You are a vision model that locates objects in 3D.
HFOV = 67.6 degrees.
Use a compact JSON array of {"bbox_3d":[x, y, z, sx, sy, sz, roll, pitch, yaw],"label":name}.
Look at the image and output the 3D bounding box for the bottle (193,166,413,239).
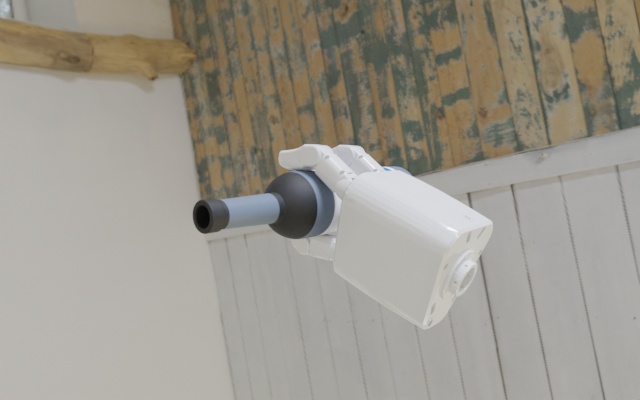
[{"bbox_3d":[0.000,0.002,0.491,0.069,0.069,0.295,0,4,40],"label":"bottle"}]
